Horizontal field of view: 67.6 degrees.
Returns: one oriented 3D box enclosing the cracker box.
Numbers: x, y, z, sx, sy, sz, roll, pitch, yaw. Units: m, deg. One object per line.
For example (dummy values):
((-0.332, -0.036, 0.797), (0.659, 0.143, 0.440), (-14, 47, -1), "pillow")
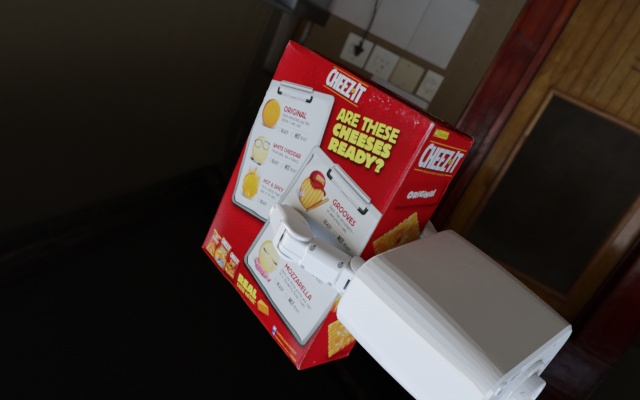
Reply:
((0.000, 0.001, 0.402), (0.072, 0.214, 0.164), (5, 28, -48), "cracker box")
